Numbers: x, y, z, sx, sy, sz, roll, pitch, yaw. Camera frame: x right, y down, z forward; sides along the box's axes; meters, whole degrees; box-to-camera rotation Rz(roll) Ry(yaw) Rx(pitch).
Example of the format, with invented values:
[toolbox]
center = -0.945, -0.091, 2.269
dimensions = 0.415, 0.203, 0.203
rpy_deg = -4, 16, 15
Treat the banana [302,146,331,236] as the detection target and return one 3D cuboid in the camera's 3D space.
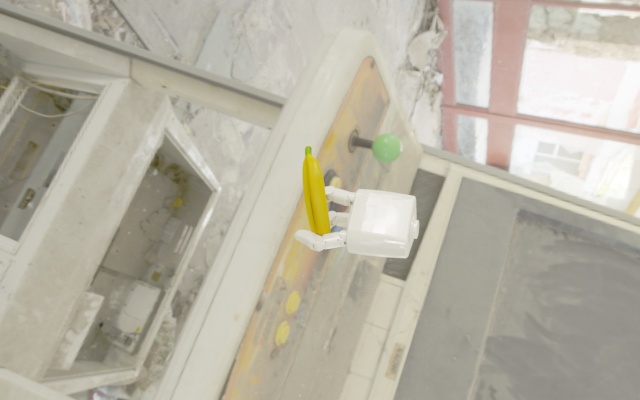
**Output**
[banana]
center = -0.004, 0.006, 0.849
dimensions = 0.037, 0.198, 0.069
rpy_deg = -3, 19, 13
